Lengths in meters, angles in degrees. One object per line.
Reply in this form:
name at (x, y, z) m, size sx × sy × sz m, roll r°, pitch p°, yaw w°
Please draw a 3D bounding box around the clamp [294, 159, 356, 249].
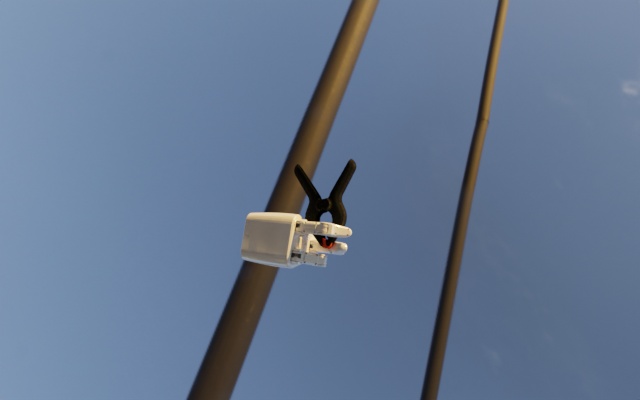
clamp at (0.000, 0.003, 0.896) m, size 0.120 × 0.171 × 0.039 m, roll 4°, pitch -10°, yaw 24°
